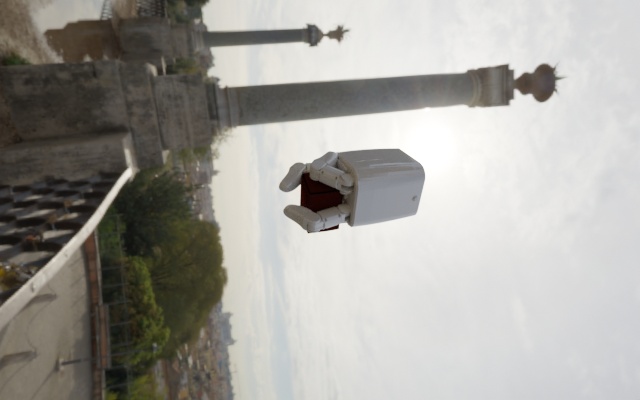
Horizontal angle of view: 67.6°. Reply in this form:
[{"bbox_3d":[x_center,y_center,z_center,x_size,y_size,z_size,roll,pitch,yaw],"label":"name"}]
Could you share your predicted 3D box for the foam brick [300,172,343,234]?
[{"bbox_3d":[0.000,0.002,0.710,0.051,0.078,0.053,-7,41,-14],"label":"foam brick"}]
